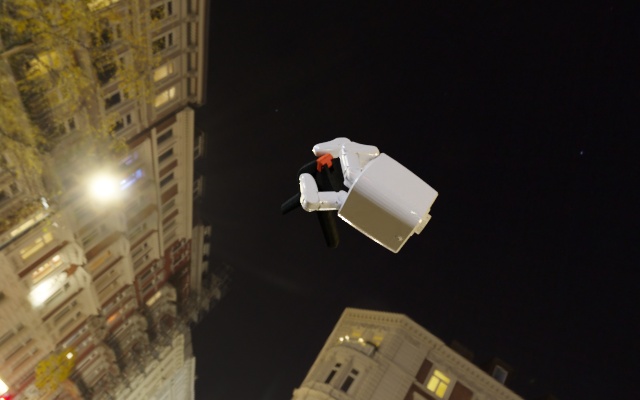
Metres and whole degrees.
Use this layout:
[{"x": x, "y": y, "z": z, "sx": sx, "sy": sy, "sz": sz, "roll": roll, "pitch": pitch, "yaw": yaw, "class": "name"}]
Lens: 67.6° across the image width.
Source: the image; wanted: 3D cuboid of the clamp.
[{"x": 0.000, "y": 0.002, "z": 0.764, "sx": 0.120, "sy": 0.039, "sz": 0.172, "roll": 35, "pitch": -39, "yaw": 9, "class": "clamp"}]
